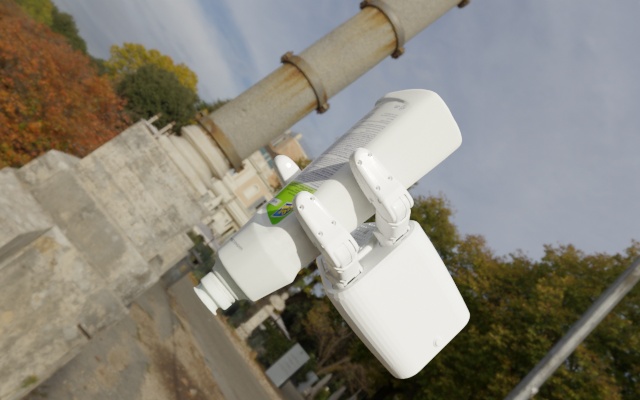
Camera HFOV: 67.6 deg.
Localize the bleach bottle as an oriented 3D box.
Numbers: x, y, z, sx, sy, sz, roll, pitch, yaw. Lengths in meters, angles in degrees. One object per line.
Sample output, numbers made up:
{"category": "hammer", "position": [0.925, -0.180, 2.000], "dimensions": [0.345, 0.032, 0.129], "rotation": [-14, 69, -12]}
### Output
{"category": "bleach bottle", "position": [0.000, 0.001, 0.411], "dimensions": [0.251, 0.068, 0.102], "rotation": [-39, 18, -13]}
